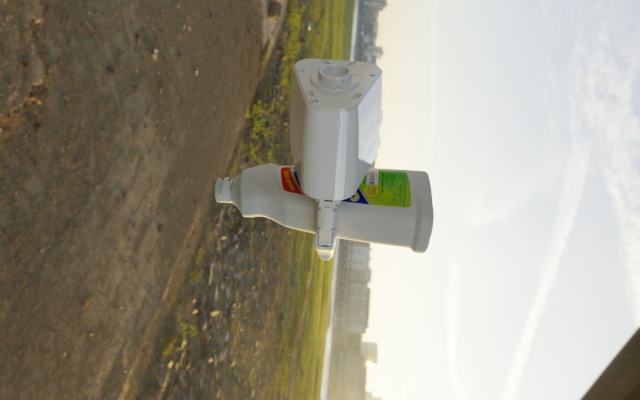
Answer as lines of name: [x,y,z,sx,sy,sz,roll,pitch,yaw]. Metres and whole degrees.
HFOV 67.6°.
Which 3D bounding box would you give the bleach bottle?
bleach bottle: [0.000,0.002,0.563,0.251,0.068,0.102,4,41,3]
